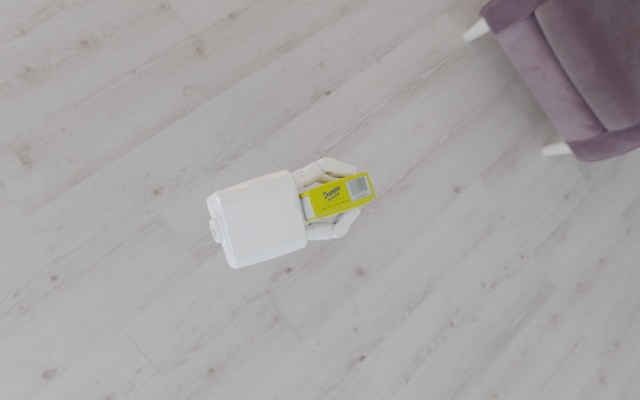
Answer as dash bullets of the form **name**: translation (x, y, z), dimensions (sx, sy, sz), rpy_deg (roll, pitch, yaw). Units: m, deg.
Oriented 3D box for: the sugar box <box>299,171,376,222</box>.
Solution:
- **sugar box**: translation (0.000, 0.002, 0.707), dimensions (0.093, 0.048, 0.176), rpy_deg (-18, 2, -22)
